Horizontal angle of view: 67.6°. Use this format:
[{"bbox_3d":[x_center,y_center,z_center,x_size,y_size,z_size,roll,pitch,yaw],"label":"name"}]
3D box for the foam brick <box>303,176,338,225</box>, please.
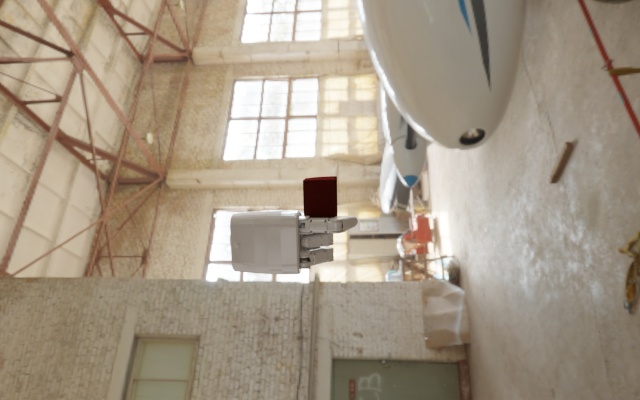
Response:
[{"bbox_3d":[0.000,0.002,0.754,0.051,0.078,0.053,0,8,5],"label":"foam brick"}]
